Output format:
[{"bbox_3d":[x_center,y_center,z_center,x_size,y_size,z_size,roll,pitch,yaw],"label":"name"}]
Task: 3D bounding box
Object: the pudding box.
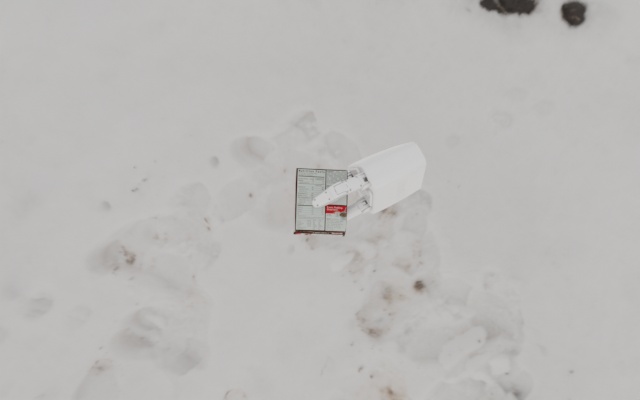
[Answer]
[{"bbox_3d":[0.000,0.003,0.811,0.090,0.113,0.039,2,-14,-3],"label":"pudding box"}]
